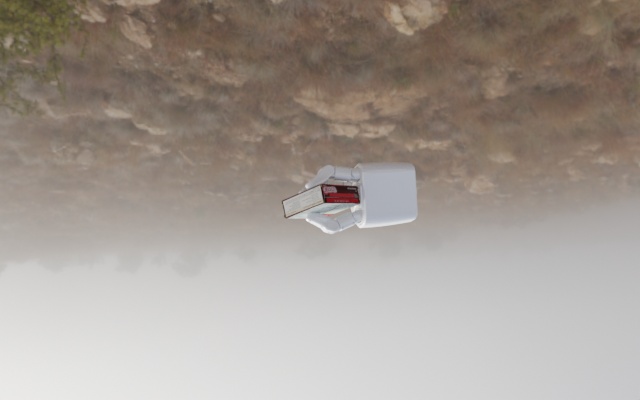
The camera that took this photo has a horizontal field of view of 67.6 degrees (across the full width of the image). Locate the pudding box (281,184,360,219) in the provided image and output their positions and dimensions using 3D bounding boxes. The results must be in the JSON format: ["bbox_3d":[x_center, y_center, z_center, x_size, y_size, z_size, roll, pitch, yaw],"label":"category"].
[{"bbox_3d":[0.000,0.003,0.851,0.090,0.039,0.113,3,-19,-42],"label":"pudding box"}]
